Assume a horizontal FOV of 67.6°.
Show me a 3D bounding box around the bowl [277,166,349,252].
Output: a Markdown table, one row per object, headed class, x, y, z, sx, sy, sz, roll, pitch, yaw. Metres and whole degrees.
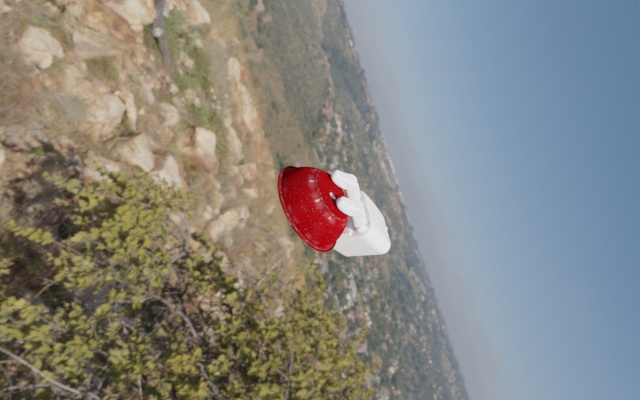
| class | x | y | z | sx | sy | sz | roll | pitch | yaw |
| --- | --- | --- | --- | --- | --- | --- | --- | --- | --- |
| bowl | 0.000 | 0.002 | 0.799 | 0.055 | 0.162 | 0.162 | -29 | -13 | 26 |
